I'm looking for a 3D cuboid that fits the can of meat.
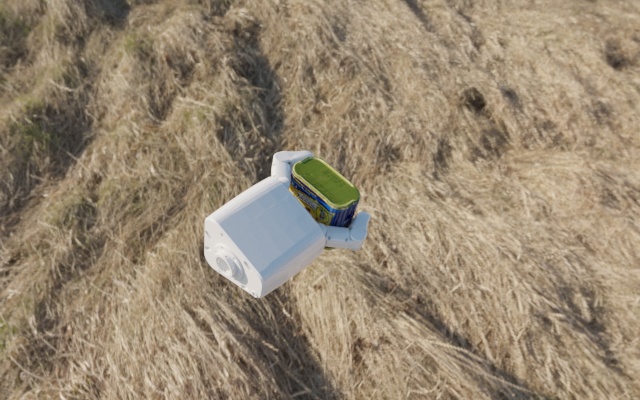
[{"bbox_3d":[0.000,0.002,0.644,0.102,0.084,0.057,40,51,22],"label":"can of meat"}]
